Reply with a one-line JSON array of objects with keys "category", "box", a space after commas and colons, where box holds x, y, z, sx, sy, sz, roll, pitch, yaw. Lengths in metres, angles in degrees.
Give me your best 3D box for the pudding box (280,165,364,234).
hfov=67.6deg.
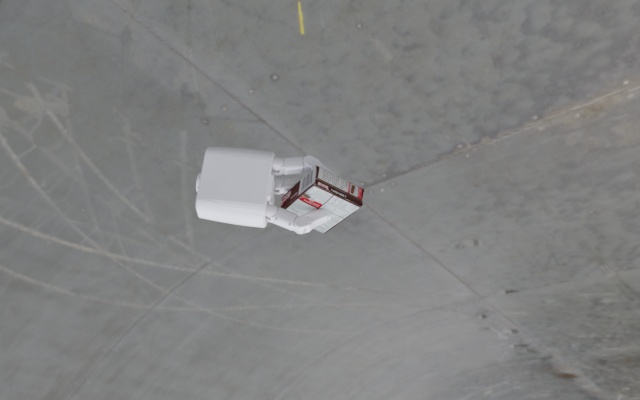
[{"category": "pudding box", "box": [0.000, 0.003, 0.750, 0.090, 0.039, 0.113, 24, -36, -23]}]
